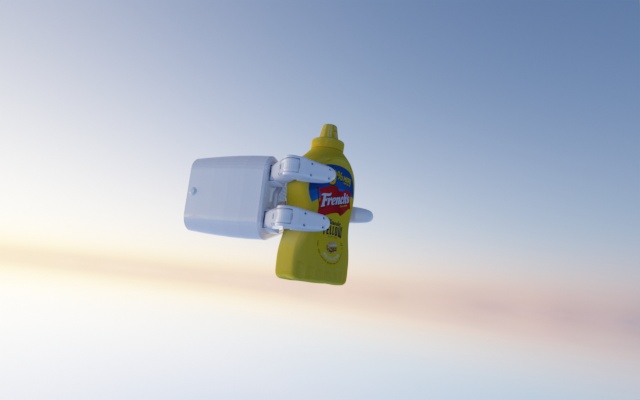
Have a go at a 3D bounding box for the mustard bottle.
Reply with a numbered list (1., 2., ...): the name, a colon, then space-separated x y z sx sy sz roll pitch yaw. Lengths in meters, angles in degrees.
1. mustard bottle: 0.000 0.002 0.570 0.058 0.191 0.096 -3 -14 44
